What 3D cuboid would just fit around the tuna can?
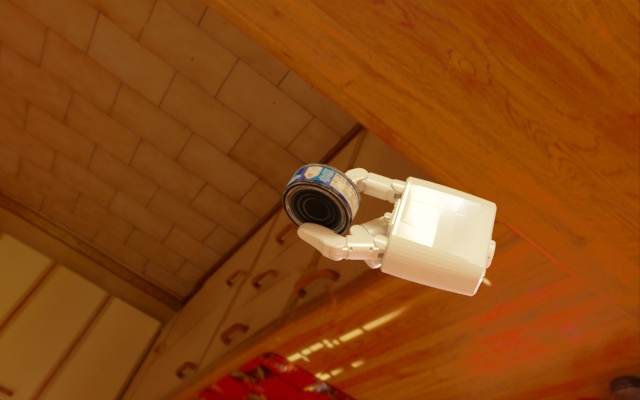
[{"bbox_3d":[0.000,0.002,0.544,0.086,0.086,0.033,0,40,29],"label":"tuna can"}]
